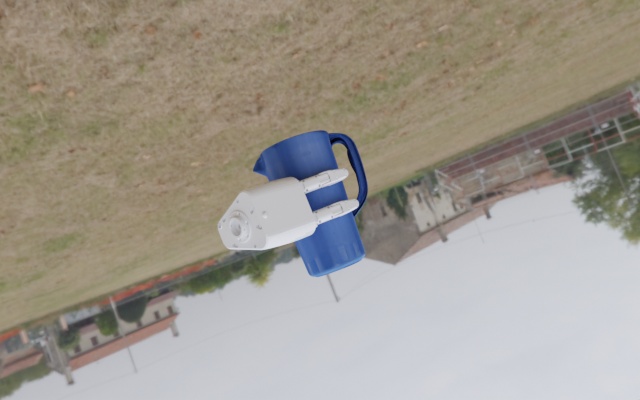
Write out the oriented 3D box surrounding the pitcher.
[{"bbox_3d":[0.000,0.003,0.852,0.149,0.243,0.145,-24,-5,41],"label":"pitcher"}]
